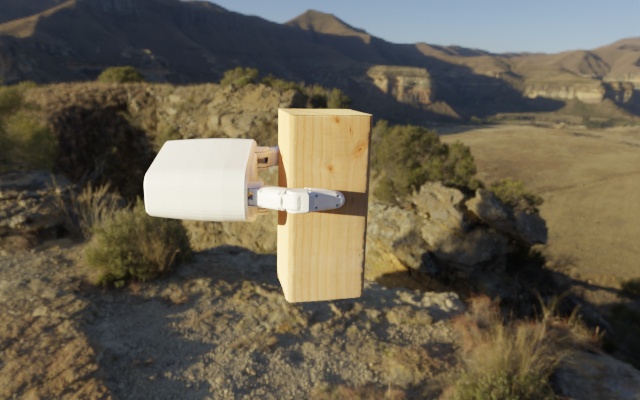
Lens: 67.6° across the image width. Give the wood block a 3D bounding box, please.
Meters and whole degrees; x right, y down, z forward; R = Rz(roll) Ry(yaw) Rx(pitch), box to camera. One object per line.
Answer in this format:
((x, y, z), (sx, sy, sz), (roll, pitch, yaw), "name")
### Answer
((0.000, 0.002, 0.551), (0.090, 0.206, 0.090), (-2, 15, -12), "wood block")
